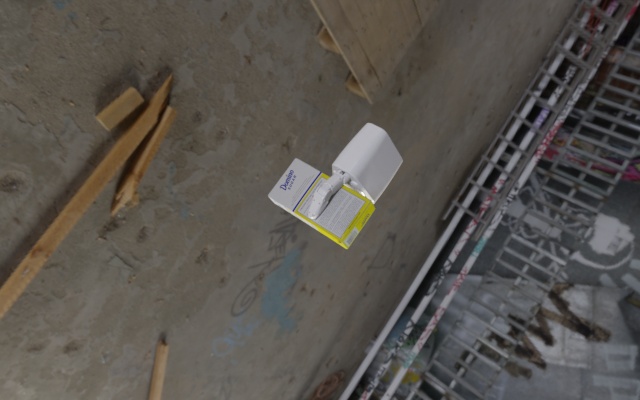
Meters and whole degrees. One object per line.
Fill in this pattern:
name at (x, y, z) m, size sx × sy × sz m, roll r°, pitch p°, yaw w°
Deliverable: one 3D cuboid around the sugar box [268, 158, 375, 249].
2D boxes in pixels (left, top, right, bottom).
sugar box at (0.000, 0.003, 0.866) m, size 0.176 × 0.093 × 0.048 m, roll 31°, pitch -10°, yaw 29°
